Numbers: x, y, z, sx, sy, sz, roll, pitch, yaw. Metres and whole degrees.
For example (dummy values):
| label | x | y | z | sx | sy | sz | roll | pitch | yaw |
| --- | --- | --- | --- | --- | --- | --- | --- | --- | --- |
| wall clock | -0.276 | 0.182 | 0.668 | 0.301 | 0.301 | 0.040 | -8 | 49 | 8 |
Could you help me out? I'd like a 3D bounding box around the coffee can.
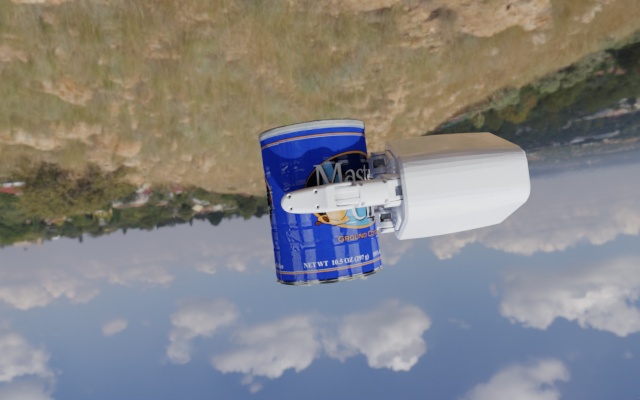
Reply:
| label | x | y | z | sx | sy | sz | roll | pitch | yaw |
| --- | --- | --- | --- | --- | --- | --- | --- | --- | --- |
| coffee can | 0.000 | 0.001 | 0.457 | 0.103 | 0.140 | 0.103 | -7 | 0 | 0 |
